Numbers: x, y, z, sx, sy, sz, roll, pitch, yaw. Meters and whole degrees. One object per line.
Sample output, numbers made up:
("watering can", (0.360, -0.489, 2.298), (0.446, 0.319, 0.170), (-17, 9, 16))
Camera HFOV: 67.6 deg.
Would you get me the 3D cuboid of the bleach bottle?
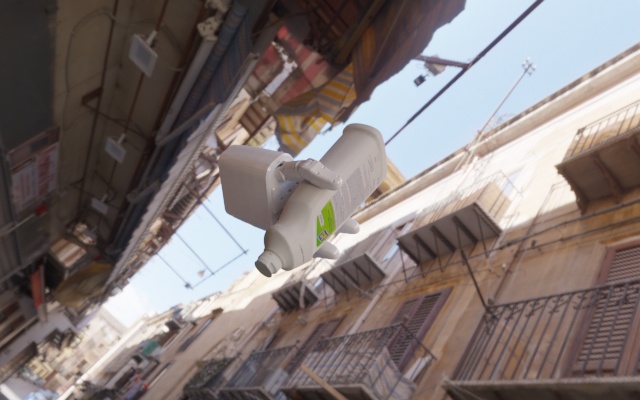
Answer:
("bleach bottle", (0.000, 0.002, 0.645), (0.068, 0.103, 0.250), (17, 48, 34))
